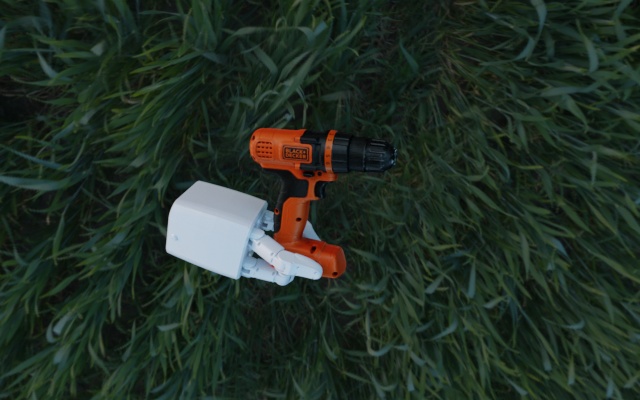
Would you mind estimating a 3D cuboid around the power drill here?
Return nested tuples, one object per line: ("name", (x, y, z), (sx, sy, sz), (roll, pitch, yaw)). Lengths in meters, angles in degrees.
("power drill", (0.000, 0.002, 0.613), (0.184, 0.188, 0.057), (7, 18, 16))
